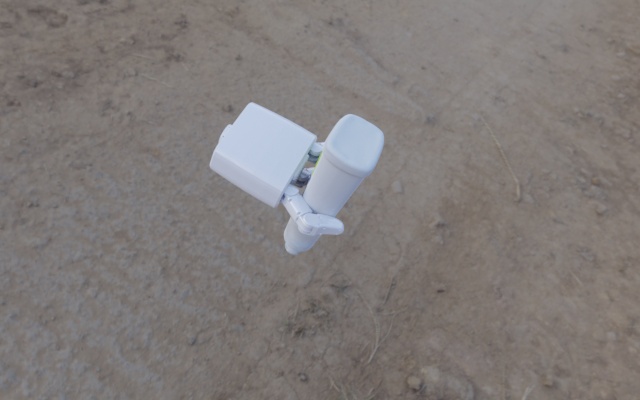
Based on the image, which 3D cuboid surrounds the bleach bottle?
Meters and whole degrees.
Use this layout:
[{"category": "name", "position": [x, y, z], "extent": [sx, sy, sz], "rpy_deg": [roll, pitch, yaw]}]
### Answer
[{"category": "bleach bottle", "position": [0.000, 0.002, 0.670], "extent": [0.068, 0.251, 0.102], "rpy_deg": [30, 44, -1]}]
